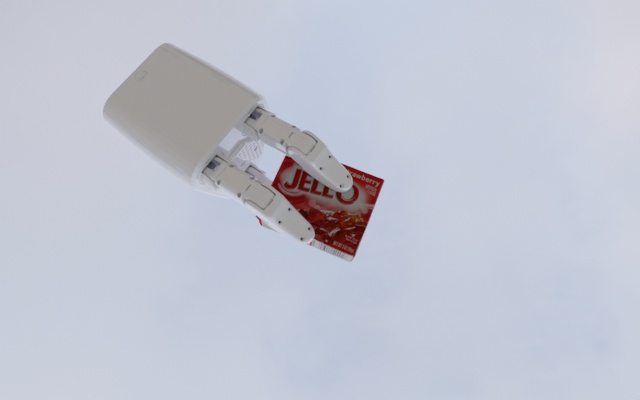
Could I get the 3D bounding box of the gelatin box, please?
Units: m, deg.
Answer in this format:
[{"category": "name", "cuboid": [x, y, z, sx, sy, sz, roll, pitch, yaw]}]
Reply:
[{"category": "gelatin box", "cuboid": [0.000, 0.002, 0.410, 0.089, 0.073, 0.030, 22, -18, 4]}]
